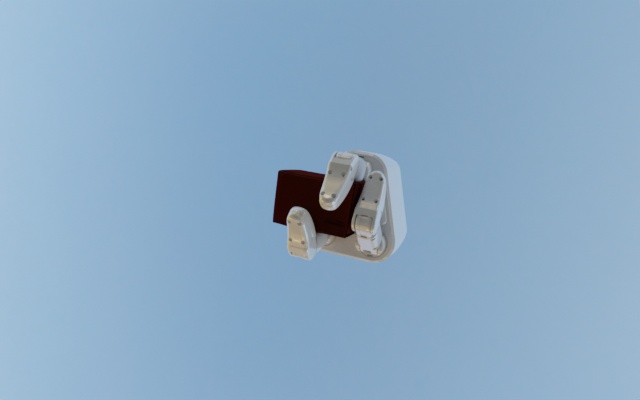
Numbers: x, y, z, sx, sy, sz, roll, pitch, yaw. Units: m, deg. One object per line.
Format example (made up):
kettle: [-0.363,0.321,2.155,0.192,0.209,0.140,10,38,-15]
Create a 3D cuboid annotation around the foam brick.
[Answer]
foam brick: [0.000,0.001,0.468,0.078,0.053,0.051,12,9,18]
